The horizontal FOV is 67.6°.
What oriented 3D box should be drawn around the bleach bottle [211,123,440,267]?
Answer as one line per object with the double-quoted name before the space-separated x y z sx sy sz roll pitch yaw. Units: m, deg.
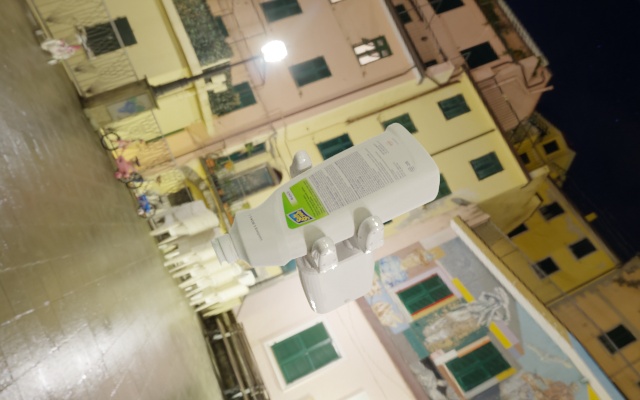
"bleach bottle" 0.000 0.002 0.528 0.251 0.102 0.068 -23 -39 -12
